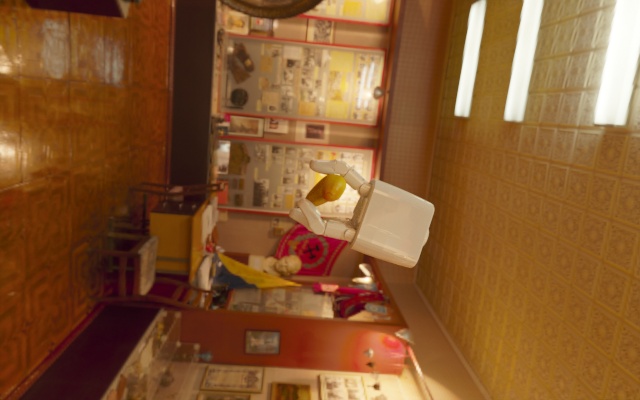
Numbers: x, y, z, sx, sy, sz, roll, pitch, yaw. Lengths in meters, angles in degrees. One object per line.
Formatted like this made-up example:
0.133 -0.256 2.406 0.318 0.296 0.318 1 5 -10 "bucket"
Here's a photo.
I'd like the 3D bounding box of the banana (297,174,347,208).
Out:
0.009 -0.012 0.759 0.037 0.069 0.198 36 -15 -6 "banana"
